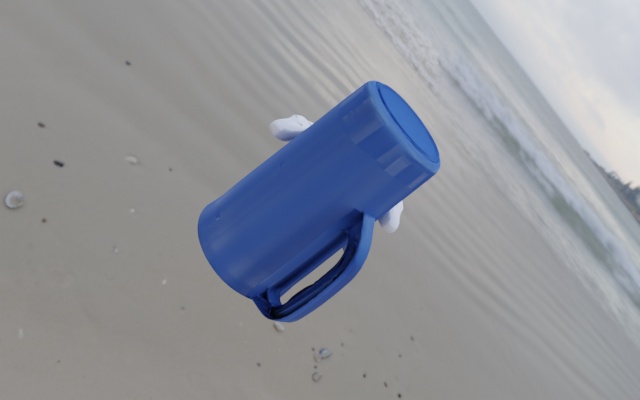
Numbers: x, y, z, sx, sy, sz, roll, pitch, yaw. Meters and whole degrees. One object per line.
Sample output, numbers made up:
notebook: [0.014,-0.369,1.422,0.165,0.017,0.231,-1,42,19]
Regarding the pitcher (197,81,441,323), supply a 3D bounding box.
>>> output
pitcher: [0.000,0.001,0.490,0.243,0.149,0.145,-38,6,26]
